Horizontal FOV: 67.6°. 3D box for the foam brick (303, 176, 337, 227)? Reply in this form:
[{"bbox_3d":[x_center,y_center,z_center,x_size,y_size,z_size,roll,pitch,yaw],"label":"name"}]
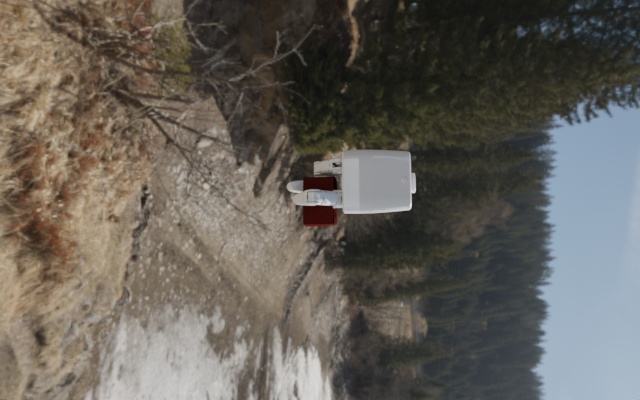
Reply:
[{"bbox_3d":[0.000,0.003,0.776,0.051,0.078,0.053,-1,-5,6],"label":"foam brick"}]
